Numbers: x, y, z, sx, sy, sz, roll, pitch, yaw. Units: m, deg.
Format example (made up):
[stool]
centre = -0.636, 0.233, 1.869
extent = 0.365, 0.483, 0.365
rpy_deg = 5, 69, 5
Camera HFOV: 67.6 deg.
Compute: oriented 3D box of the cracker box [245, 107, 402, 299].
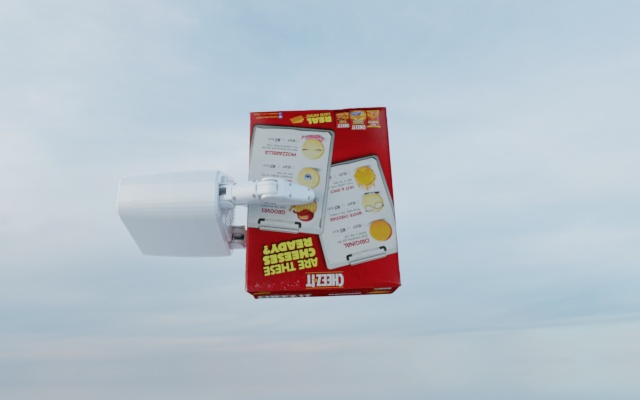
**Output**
[cracker box]
centre = 0.000, 0.002, 0.555
extent = 0.164, 0.213, 0.072
rpy_deg = -2, -19, 1
